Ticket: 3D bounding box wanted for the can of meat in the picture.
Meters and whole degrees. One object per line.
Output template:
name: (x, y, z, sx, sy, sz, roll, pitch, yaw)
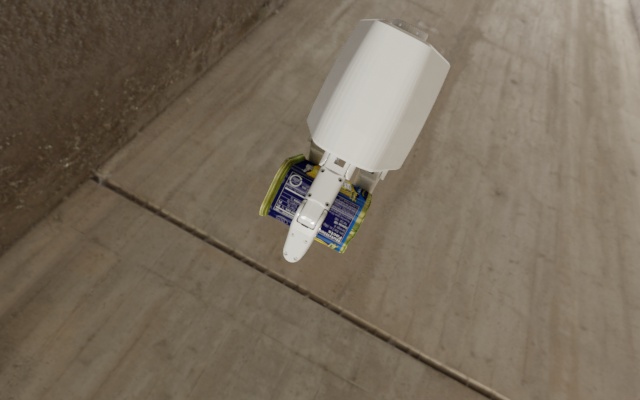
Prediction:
can of meat: (0.000, 0.002, 0.451, 0.084, 0.057, 0.102, 27, 12, 3)
